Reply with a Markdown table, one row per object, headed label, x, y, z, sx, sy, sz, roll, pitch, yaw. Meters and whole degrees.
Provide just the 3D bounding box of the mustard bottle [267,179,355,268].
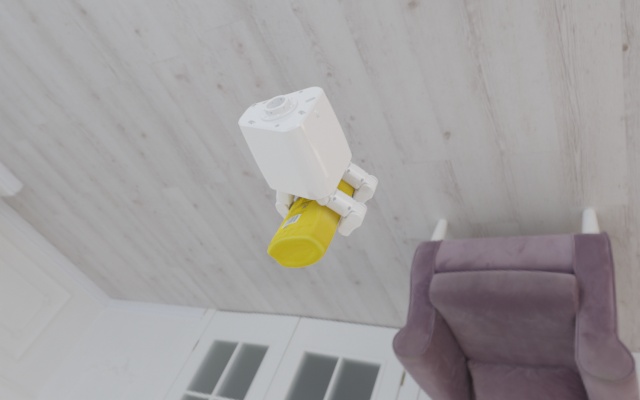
| label | x | y | z | sx | sy | sz | roll | pitch | yaw |
| --- | --- | --- | --- | --- | --- | --- | --- | --- | --- |
| mustard bottle | 0.000 | 0.003 | 0.668 | 0.058 | 0.191 | 0.096 | 43 | -42 | -19 |
